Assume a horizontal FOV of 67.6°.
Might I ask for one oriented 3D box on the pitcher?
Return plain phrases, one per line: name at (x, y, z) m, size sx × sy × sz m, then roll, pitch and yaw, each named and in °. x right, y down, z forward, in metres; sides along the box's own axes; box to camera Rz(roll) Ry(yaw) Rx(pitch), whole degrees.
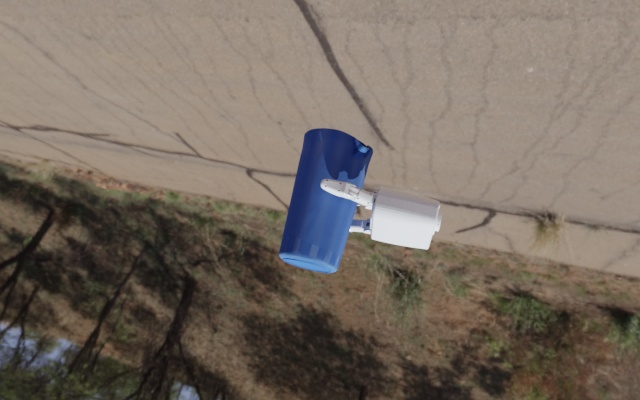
pitcher at (0.000, 0.003, 0.875) m, size 0.145 × 0.242 × 0.149 m, roll 12°, pitch -15°, yaw 10°
